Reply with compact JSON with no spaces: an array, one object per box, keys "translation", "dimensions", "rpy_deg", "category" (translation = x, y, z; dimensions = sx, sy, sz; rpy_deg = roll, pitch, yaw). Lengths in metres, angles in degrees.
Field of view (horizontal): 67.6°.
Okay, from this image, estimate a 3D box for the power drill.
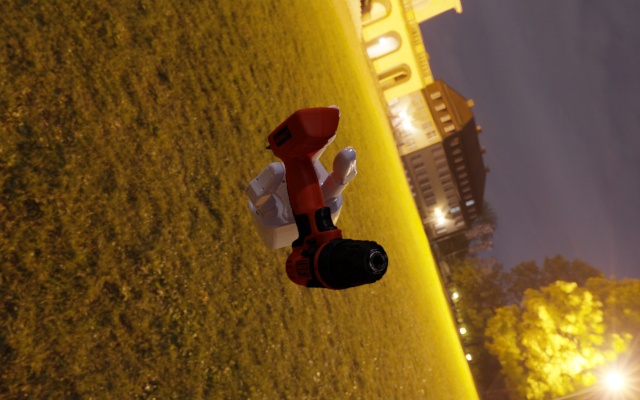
[{"translation":[0.000,0.001,0.507],"dimensions":[0.057,0.187,0.184],"rpy_deg":[-6,-7,-28],"category":"power drill"}]
